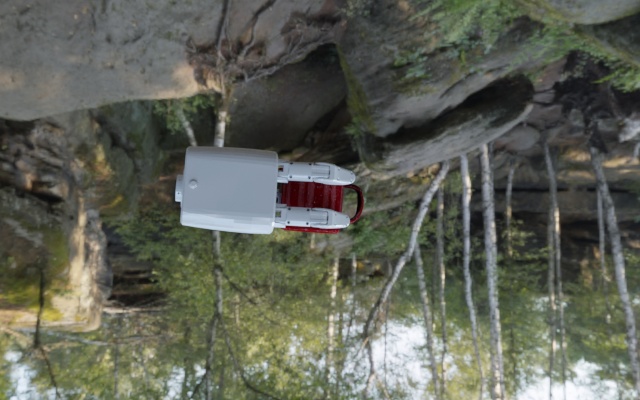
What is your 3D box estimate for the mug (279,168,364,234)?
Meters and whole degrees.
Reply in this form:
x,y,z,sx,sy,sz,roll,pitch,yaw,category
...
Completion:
x,y,z,sx,sy,sz,roll,pitch,yaw,category
0.001,0.002,0.637,0.117,0.081,0.093,5,-5,-11,mug
